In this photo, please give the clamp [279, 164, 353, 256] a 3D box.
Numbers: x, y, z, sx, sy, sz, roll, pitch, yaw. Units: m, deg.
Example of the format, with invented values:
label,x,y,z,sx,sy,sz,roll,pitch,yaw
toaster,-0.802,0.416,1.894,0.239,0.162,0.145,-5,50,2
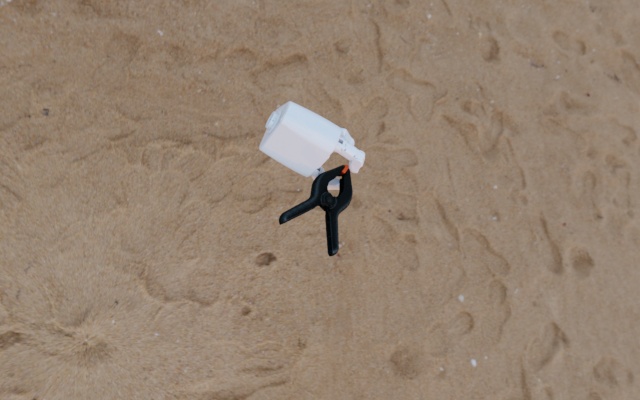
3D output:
label,x,y,z,sx,sy,sz,roll,pitch,yaw
clamp,0.001,0.003,0.864,0.120,0.171,0.039,28,-25,-20
